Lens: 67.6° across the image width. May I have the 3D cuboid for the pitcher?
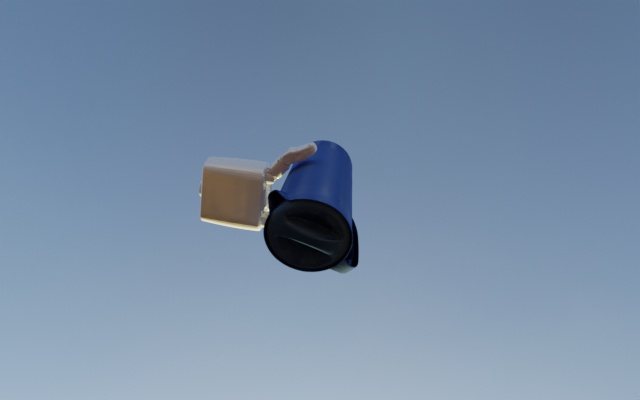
[{"bbox_3d":[0.000,0.003,0.801,0.145,0.149,0.242,6,32,4],"label":"pitcher"}]
